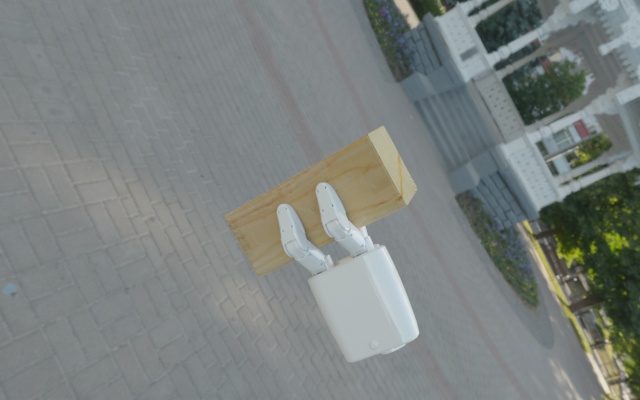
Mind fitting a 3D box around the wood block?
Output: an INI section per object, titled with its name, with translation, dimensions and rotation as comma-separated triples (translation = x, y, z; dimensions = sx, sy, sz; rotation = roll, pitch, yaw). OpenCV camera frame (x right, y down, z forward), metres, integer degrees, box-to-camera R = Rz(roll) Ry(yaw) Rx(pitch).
[wood block]
translation = 0.000, 0.002, 0.581
dimensions = 0.206, 0.090, 0.091
rotation = -28, 4, 23
